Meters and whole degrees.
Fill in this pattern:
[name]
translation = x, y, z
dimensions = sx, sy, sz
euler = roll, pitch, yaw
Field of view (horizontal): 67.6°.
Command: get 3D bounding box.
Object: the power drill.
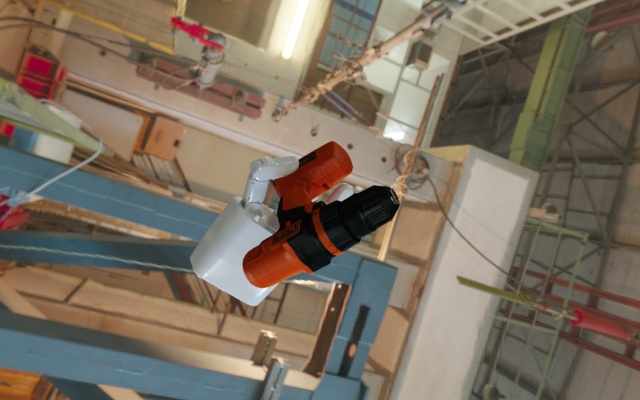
[power drill]
translation = 0.000, 0.002, 0.551
dimensions = 0.184, 0.057, 0.187
euler = -28, 25, 18
